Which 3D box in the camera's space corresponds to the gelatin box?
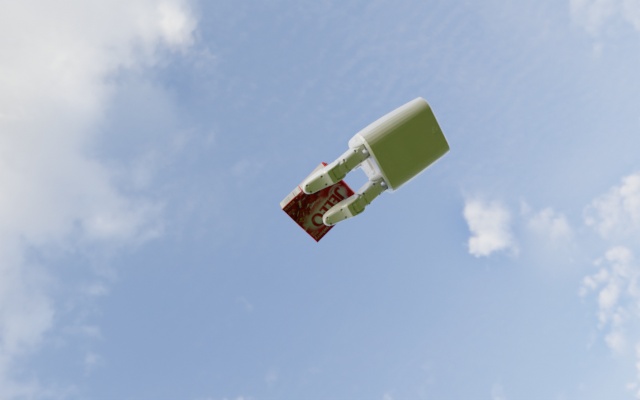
[{"bbox_3d":[0.000,0.002,0.669,0.073,0.089,0.030,44,5,-20],"label":"gelatin box"}]
